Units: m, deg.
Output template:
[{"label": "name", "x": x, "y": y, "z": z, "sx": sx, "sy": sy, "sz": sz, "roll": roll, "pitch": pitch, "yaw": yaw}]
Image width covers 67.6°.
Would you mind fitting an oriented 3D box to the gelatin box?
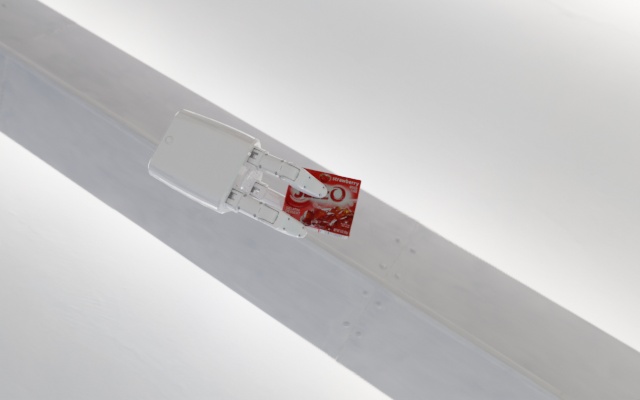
[{"label": "gelatin box", "x": 0.000, "y": 0.002, "z": 0.594, "sx": 0.089, "sy": 0.073, "sz": 0.030, "roll": 13, "pitch": -11, "yaw": 1}]
